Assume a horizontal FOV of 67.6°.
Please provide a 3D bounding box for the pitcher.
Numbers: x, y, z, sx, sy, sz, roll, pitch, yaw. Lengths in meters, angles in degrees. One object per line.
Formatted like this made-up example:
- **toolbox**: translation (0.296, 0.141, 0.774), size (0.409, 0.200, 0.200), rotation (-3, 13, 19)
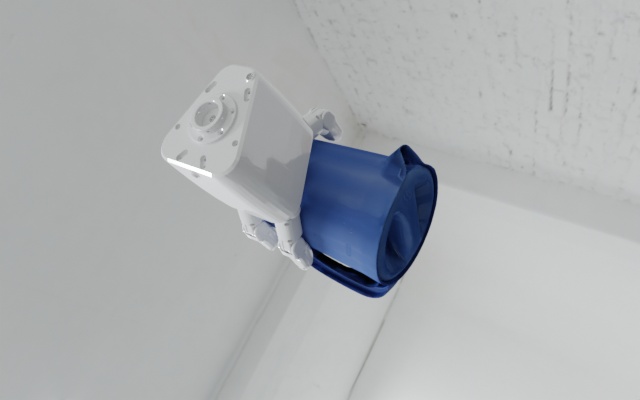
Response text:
- **pitcher**: translation (0.000, 0.002, 0.557), size (0.243, 0.149, 0.145), rotation (20, -11, 31)
